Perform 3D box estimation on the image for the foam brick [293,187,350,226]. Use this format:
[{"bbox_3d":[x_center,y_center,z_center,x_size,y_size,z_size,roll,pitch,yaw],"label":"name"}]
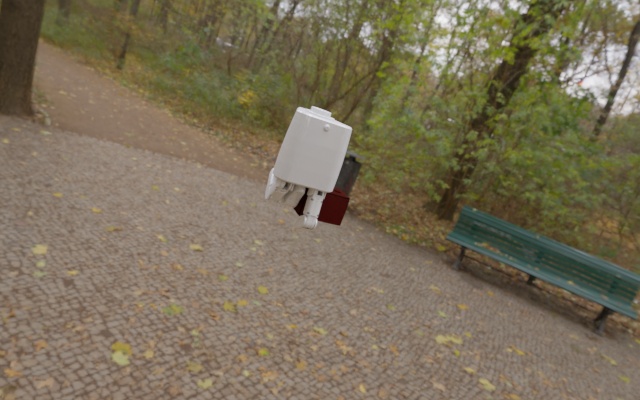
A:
[{"bbox_3d":[0.000,0.003,0.791,0.078,0.051,0.053,15,14,-22],"label":"foam brick"}]
